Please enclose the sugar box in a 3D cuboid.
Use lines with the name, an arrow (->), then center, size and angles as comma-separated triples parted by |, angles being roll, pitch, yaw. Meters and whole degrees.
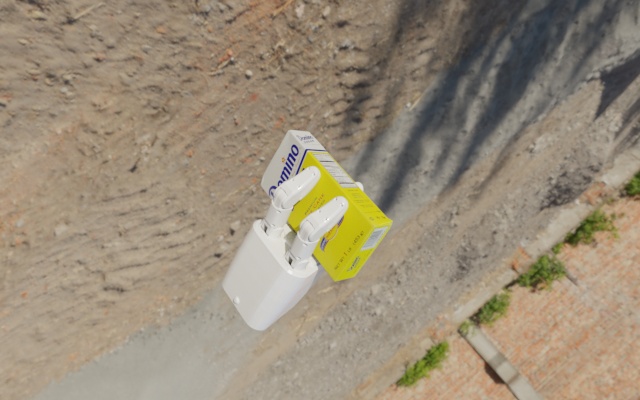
sugar box -> 0.000, 0.002, 0.586 | 0.048, 0.093, 0.176 | -5, 45, -49
